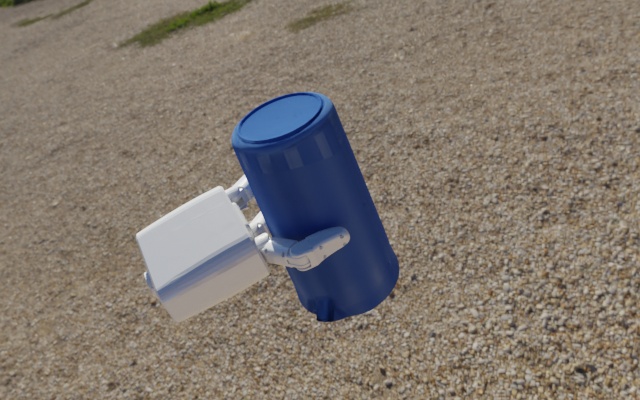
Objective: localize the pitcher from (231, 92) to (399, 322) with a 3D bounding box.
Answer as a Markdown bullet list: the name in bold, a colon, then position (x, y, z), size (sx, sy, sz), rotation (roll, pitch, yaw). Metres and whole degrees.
- **pitcher**: position (0.000, 0.002, 0.539), size (0.145, 0.243, 0.149), rotation (-29, 36, -10)
